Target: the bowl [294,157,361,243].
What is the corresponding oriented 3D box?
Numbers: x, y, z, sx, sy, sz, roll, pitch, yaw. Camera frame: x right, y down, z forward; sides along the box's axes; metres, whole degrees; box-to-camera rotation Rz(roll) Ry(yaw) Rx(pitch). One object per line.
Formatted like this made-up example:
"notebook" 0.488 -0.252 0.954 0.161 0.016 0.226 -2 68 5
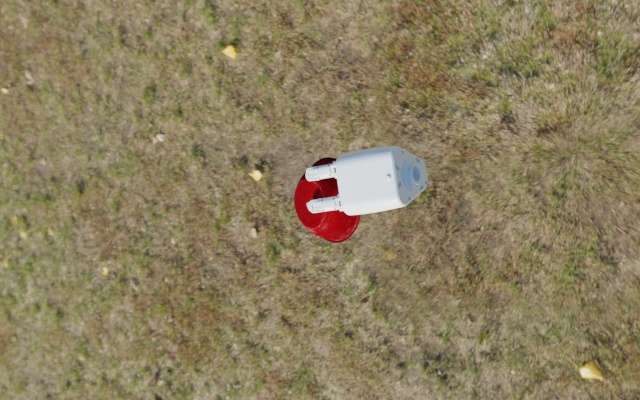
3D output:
"bowl" -0.001 0.003 0.878 0.055 0.162 0.162 -10 6 -39
